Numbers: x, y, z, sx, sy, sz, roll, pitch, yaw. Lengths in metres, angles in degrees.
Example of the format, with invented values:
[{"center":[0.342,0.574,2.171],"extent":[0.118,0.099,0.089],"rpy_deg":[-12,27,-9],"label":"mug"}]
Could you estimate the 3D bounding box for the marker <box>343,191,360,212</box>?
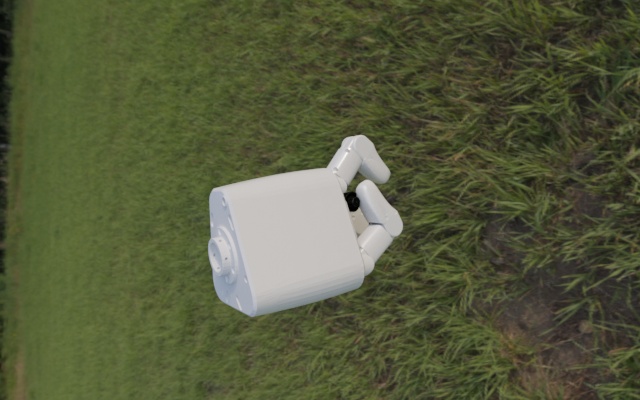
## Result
[{"center":[0.000,0.002,0.480],"extent":[0.020,0.020,0.121],"rpy_deg":[0,0,-32],"label":"marker"}]
